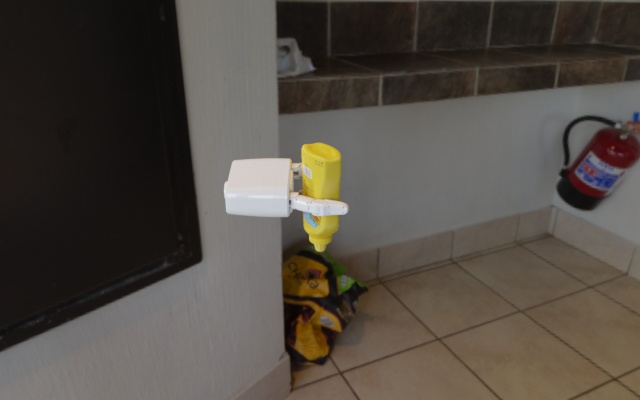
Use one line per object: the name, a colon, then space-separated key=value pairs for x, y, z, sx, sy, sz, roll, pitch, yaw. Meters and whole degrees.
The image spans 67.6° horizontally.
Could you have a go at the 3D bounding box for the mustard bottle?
mustard bottle: x=0.000 y=0.002 z=0.835 sx=0.058 sy=0.192 sz=0.096 roll=-10 pitch=26 yaw=-24
